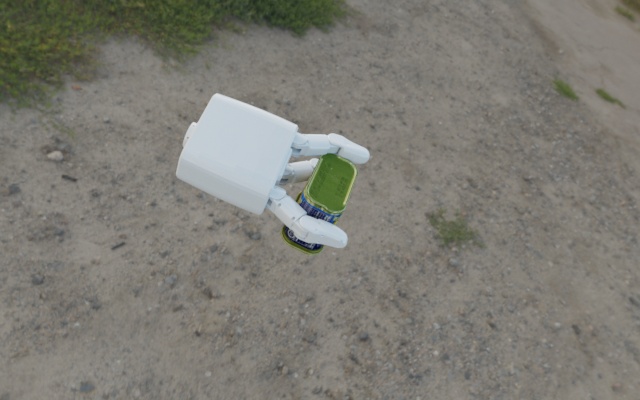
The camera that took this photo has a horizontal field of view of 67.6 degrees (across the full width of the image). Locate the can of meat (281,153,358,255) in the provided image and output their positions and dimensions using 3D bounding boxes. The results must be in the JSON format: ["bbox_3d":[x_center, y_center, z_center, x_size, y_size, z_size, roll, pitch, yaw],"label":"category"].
[{"bbox_3d":[0.000,0.002,0.586,0.057,0.102,0.084,26,-46,-4],"label":"can of meat"}]
